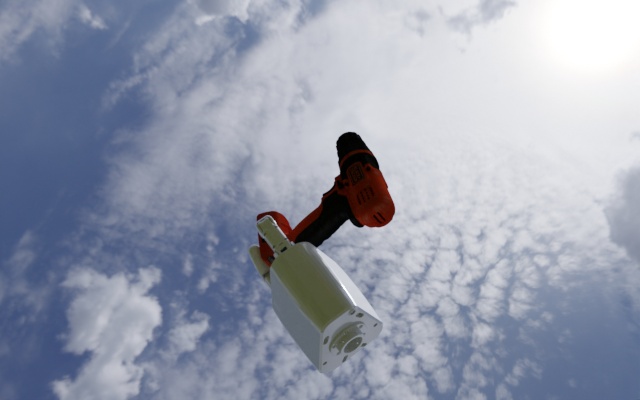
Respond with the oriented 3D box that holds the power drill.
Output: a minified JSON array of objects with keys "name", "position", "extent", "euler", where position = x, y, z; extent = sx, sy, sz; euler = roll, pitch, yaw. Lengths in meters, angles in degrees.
[{"name":"power drill","position":[0.000,0.003,0.640],"extent":[0.188,0.184,0.057],"euler":[-37,-56,16]}]
